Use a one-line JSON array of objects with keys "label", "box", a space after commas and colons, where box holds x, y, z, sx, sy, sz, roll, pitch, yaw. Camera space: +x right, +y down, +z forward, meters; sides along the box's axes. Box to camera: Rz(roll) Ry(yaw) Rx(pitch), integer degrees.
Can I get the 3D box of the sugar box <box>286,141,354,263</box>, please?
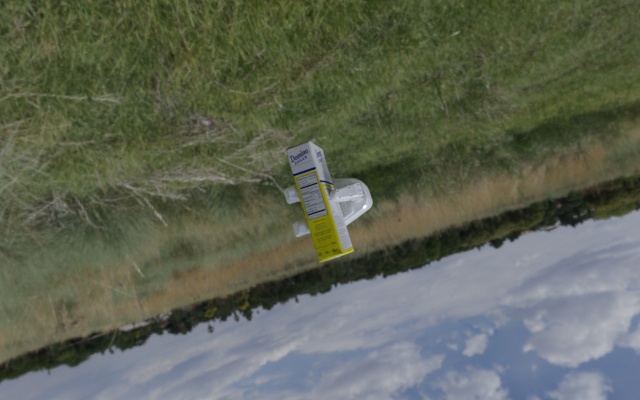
[{"label": "sugar box", "box": [0.000, 0.003, 0.737, 0.048, 0.176, 0.093, -21, -7, 11]}]
